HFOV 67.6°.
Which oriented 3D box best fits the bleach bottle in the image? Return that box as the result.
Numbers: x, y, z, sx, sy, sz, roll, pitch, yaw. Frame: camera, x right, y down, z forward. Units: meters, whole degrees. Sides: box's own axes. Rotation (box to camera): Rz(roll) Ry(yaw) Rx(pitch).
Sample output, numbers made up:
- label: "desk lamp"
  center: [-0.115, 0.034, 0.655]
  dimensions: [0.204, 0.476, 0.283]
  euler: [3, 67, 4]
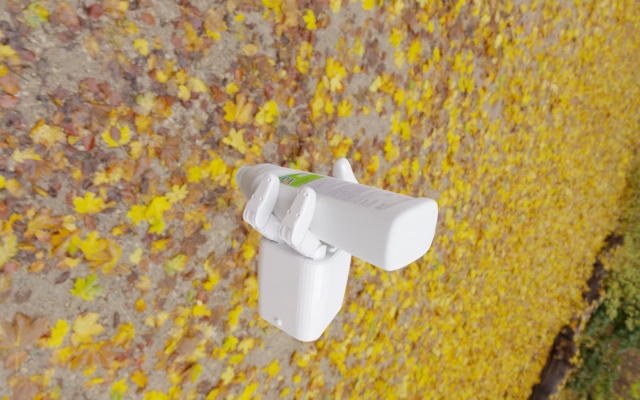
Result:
- label: "bleach bottle"
  center: [0.000, 0.002, 0.558]
  dimensions: [0.250, 0.068, 0.102]
  euler: [20, 23, 36]
